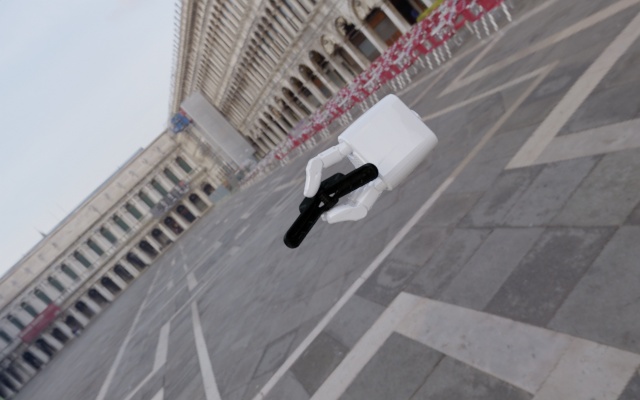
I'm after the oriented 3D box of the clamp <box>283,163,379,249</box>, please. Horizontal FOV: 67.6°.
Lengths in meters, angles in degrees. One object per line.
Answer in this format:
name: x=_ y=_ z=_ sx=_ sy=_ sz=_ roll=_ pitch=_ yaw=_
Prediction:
clamp: x=0.000 y=0.002 z=0.740 sx=0.164 sy=0.036 sz=0.210 roll=-41 pitch=9 yaw=-5
